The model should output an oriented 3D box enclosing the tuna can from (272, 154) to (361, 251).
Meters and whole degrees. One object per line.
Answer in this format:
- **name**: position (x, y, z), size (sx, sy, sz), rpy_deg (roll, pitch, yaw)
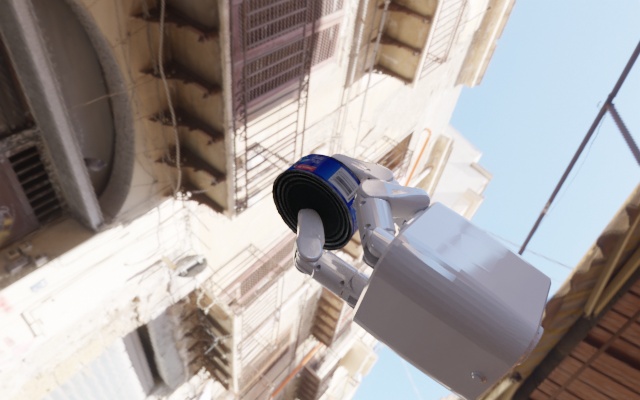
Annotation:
- **tuna can**: position (0.000, 0.001, 0.430), size (0.086, 0.086, 0.033), rpy_deg (0, 34, 42)
